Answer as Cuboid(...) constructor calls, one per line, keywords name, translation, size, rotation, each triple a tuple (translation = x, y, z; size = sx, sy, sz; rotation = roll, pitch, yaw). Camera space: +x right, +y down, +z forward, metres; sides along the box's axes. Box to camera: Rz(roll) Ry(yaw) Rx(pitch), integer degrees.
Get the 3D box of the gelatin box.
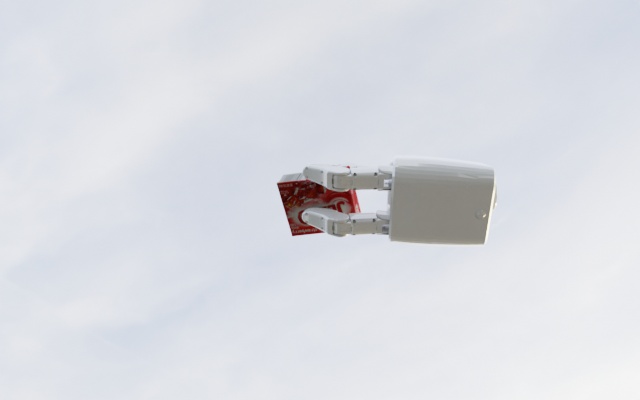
Cuboid(name="gelatin box", translation=(0.000, 0.002, 0.571), size=(0.089, 0.073, 0.030), rotation=(-7, 24, 19))
